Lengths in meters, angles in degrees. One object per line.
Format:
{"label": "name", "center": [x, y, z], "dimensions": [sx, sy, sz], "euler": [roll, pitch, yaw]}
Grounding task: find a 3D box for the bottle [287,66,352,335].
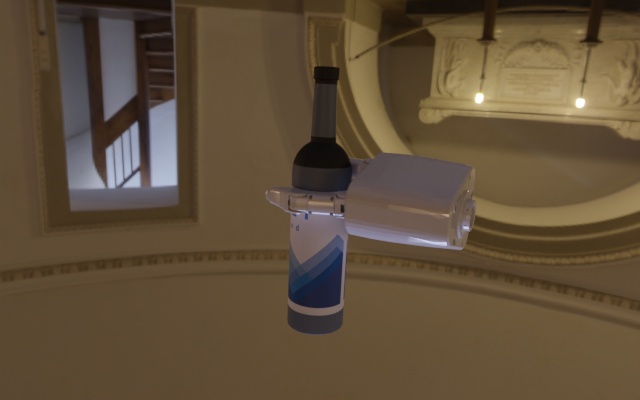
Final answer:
{"label": "bottle", "center": [0.000, 0.002, 0.540], "dimensions": [0.069, 0.296, 0.069], "euler": [3, 13, -1]}
